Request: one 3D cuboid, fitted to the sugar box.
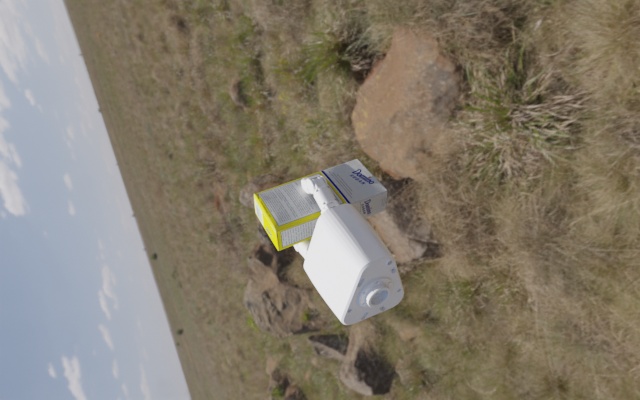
[{"bbox_3d":[0.000,0.003,0.699,0.176,0.048,0.093,-17,43,-20],"label":"sugar box"}]
